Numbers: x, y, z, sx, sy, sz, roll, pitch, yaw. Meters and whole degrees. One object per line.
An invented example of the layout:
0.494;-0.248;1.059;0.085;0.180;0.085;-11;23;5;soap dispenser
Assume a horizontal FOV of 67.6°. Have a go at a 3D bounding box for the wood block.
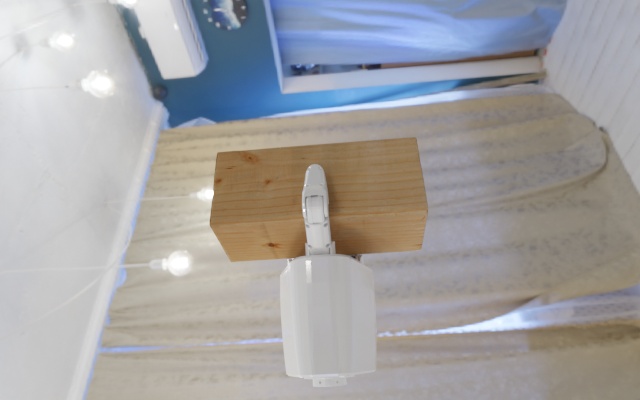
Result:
0.000;0.002;0.502;0.206;0.090;0.091;-4;-32;4;wood block
